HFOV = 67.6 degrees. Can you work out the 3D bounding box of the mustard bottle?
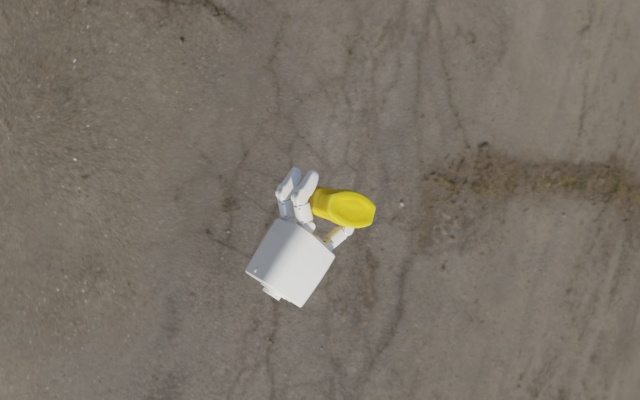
[{"bbox_3d":[0.000,0.002,0.817,0.096,0.058,0.191,13,0,-34],"label":"mustard bottle"}]
